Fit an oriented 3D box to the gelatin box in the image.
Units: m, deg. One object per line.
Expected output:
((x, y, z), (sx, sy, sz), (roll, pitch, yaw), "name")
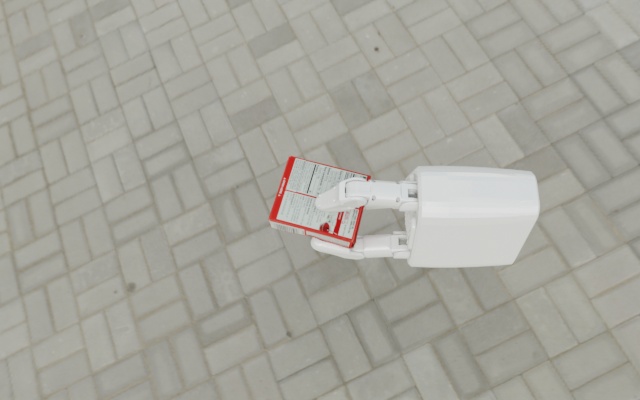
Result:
((0.000, 0.001, 0.484), (0.089, 0.073, 0.030), (15, -19, 4), "gelatin box")
